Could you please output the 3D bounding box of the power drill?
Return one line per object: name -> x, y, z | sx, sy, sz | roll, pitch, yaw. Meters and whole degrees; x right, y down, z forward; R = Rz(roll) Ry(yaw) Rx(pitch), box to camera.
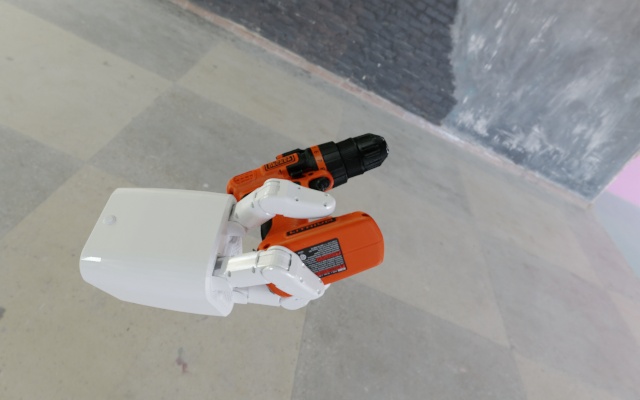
power drill -> 0.000, 0.002, 0.468 | 0.184, 0.057, 0.187 | -21, 29, 0
